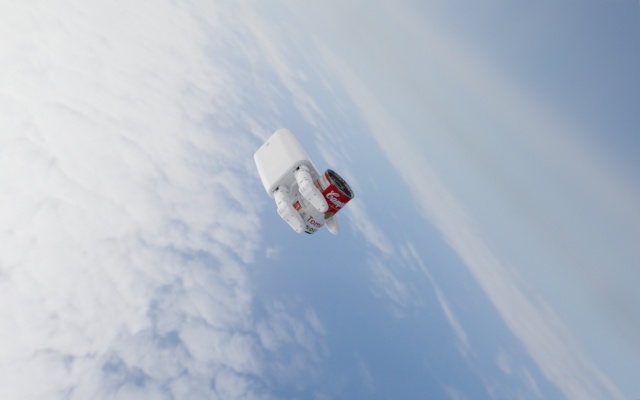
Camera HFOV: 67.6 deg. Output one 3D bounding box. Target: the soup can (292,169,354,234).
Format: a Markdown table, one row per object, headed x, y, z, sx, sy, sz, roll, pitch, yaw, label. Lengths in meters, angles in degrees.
| x | y | z | sx | sy | sz | roll | pitch | yaw | label |
| --- | --- | --- | --- | --- | --- | --- | --- | --- | --- |
| 0.000 | 0.003 | 0.843 | 0.102 | 0.068 | 0.068 | -43 | -15 | 17 | soup can |
